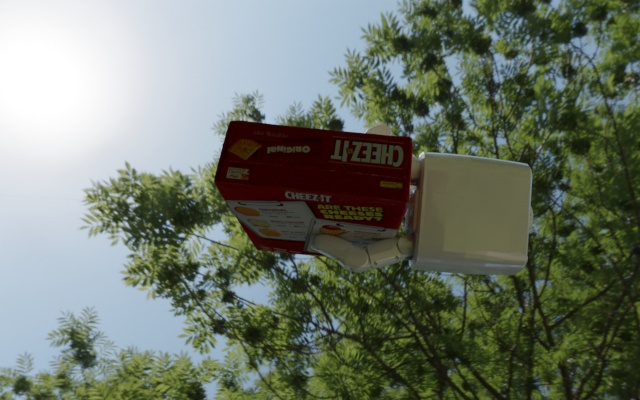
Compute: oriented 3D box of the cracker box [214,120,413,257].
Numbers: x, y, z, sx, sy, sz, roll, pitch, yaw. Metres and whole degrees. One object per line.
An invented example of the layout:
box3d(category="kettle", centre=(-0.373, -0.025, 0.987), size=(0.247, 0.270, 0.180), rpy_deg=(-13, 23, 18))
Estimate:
box3d(category="cracker box", centre=(0.000, 0.002, 0.498), size=(0.164, 0.072, 0.214), rpy_deg=(6, -21, 5))
